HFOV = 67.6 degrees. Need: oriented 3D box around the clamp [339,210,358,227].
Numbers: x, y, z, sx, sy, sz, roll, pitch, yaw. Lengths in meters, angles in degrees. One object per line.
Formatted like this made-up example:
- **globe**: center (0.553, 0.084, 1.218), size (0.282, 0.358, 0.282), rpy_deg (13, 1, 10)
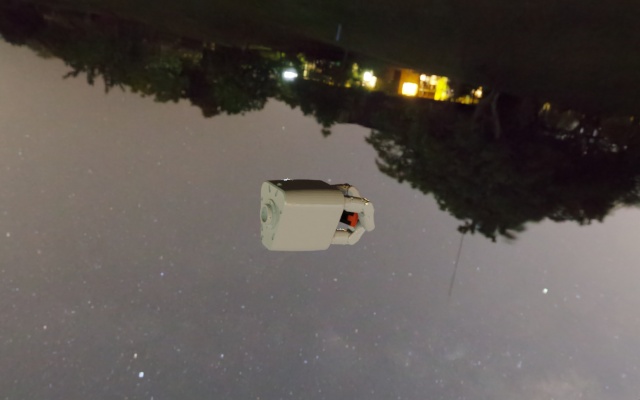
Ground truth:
- **clamp**: center (0.000, 0.003, 0.870), size (0.120, 0.039, 0.171), rpy_deg (2, 15, -32)
